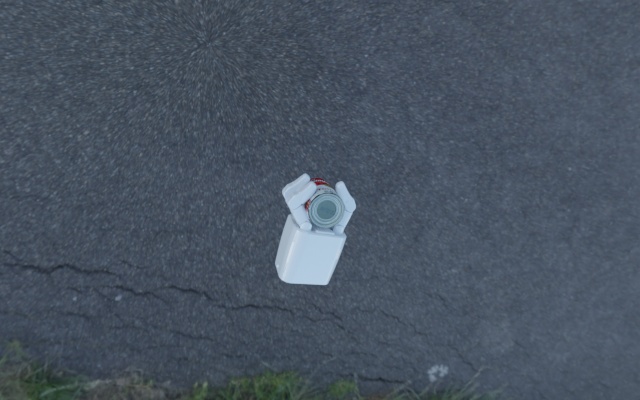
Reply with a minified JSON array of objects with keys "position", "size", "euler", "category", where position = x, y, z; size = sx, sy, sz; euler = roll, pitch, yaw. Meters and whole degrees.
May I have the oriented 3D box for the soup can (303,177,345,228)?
[{"position":[0.000,0.003,0.883],"size":[0.068,0.068,0.102],"euler":[0,18,-13],"category":"soup can"}]
